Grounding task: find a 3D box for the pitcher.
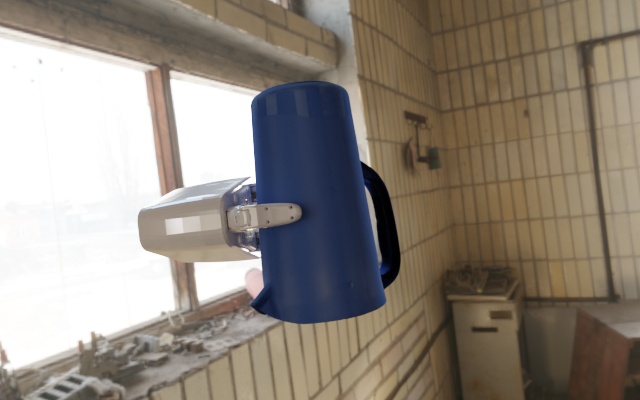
[{"bbox_3d":[0.000,0.002,0.524,0.145,0.243,0.149,-7,0,16],"label":"pitcher"}]
